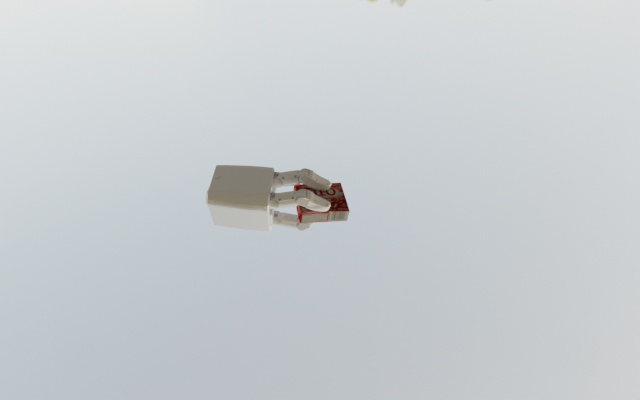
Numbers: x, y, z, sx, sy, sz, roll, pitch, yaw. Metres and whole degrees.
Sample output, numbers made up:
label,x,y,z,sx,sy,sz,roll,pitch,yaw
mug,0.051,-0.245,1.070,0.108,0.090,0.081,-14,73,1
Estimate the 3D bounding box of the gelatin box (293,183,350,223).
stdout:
label,x,y,z,sx,sy,sz,roll,pitch,yaw
gelatin box,0.000,0.003,0.846,0.089,0.030,0.073,-2,45,-13
